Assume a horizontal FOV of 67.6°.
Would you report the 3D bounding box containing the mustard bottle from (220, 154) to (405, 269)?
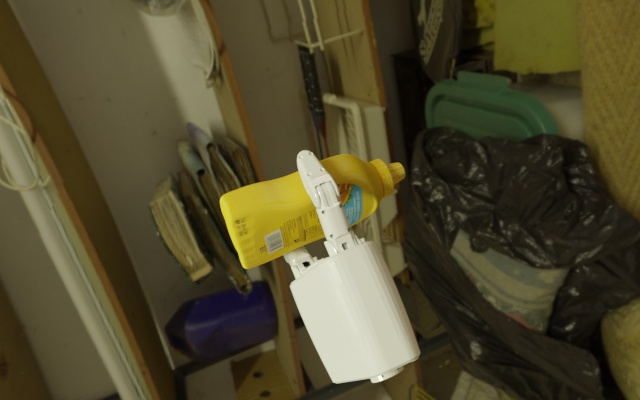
[{"bbox_3d":[0.000,0.001,0.487,0.191,0.058,0.096,-21,-37,-13],"label":"mustard bottle"}]
